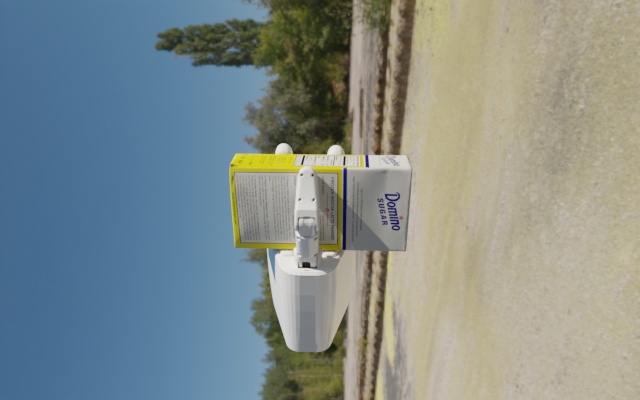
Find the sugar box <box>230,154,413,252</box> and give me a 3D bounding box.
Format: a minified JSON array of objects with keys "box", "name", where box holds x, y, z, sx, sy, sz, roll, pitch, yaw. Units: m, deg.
[{"box":[0.000,0.001,0.484,0.176,0.093,0.048,1,25,1],"name":"sugar box"}]
